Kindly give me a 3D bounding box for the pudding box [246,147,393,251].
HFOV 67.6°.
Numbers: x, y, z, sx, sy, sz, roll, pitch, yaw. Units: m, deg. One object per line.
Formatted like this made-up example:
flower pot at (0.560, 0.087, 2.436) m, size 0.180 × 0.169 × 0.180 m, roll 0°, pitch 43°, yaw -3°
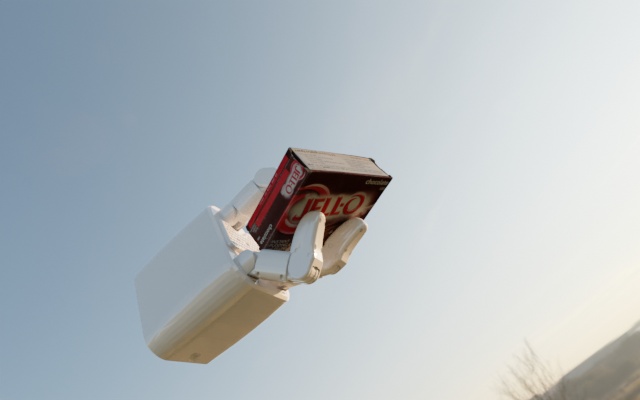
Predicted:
pudding box at (0.000, 0.001, 0.432) m, size 0.113 × 0.090 × 0.039 m, roll -1°, pitch 42°, yaw -47°
